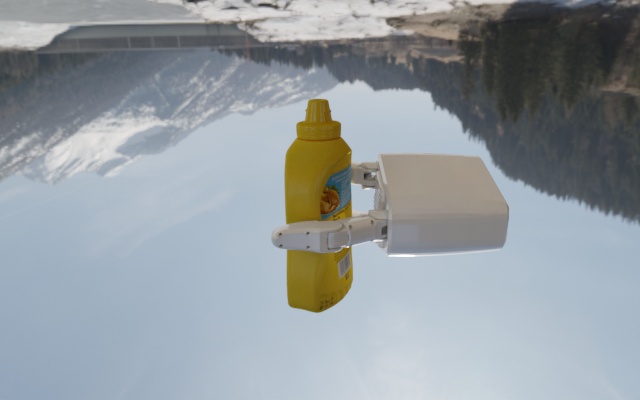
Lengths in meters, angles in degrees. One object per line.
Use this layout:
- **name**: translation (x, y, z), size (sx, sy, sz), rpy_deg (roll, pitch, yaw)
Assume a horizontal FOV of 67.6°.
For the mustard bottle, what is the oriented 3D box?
- **mustard bottle**: translation (0.000, 0.002, 0.454), size (0.058, 0.192, 0.096), rpy_deg (8, 20, 23)
